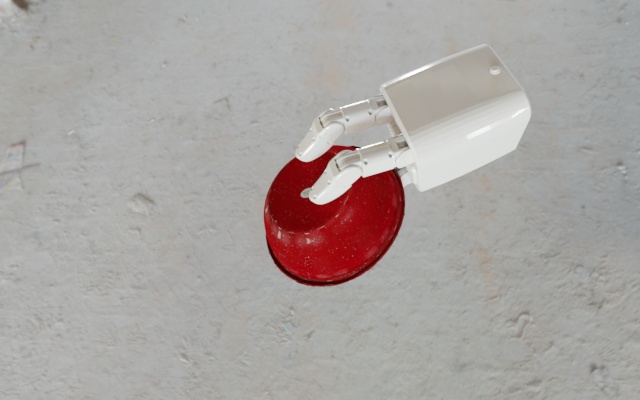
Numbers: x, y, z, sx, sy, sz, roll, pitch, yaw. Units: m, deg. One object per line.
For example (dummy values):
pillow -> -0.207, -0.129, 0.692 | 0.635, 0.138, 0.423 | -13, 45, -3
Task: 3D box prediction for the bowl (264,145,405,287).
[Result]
bowl -> -0.001, 0.002, 0.481 | 0.162, 0.162, 0.055 | 0, -25, 30
